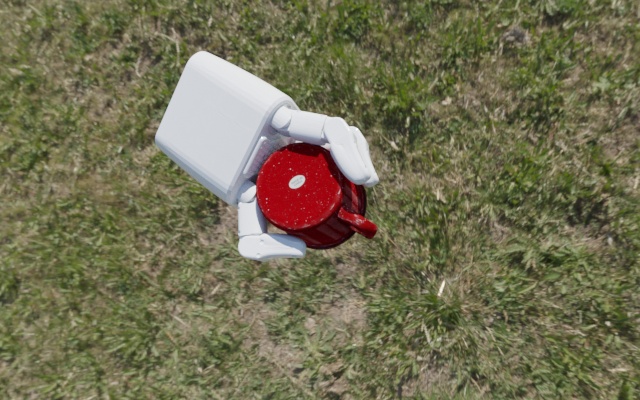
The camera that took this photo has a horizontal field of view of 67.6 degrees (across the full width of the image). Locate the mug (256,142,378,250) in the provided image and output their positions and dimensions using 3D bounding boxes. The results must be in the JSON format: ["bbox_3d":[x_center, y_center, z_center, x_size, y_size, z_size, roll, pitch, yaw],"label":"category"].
[{"bbox_3d":[0.001,0.002,0.441,0.117,0.093,0.081,33,-2,20],"label":"mug"}]
